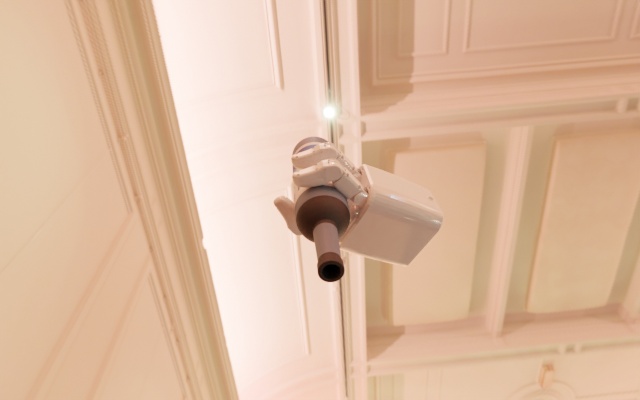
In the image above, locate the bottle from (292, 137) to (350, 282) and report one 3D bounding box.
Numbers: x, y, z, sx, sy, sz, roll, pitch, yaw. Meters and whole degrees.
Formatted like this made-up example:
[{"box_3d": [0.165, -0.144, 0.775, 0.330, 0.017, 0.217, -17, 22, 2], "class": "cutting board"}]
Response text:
[{"box_3d": [0.000, 0.002, 0.606, 0.069, 0.069, 0.295, 0, 28, -5], "class": "bottle"}]
